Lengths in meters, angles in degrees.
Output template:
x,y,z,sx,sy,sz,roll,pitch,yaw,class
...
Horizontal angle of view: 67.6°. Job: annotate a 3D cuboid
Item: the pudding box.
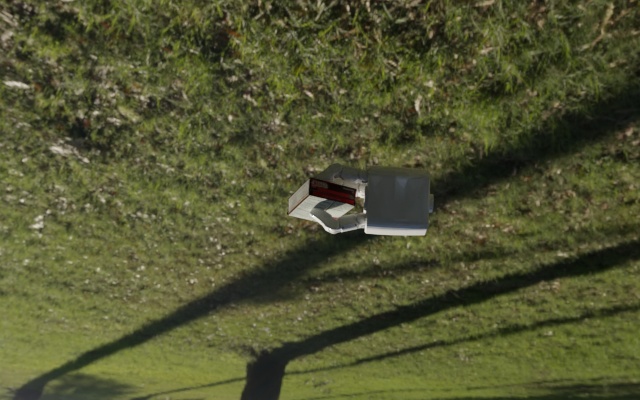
x,y,z,sx,sy,sz,roll,pitch,yaw,class
0.000,0.003,0.855,0.090,0.039,0.113,14,-27,-20,pudding box
